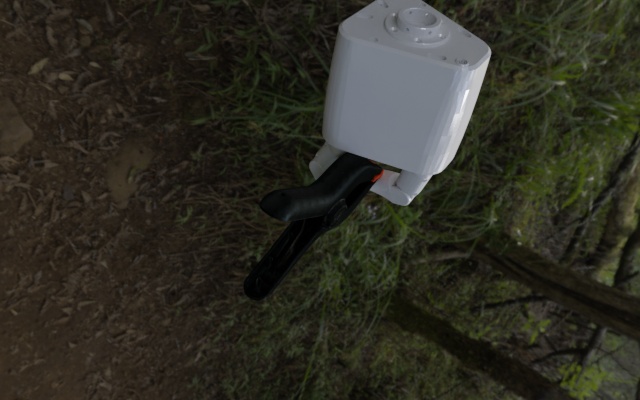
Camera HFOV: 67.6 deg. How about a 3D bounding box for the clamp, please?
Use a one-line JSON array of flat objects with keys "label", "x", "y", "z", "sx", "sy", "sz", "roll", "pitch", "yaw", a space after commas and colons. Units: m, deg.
[{"label": "clamp", "x": 0.001, "y": 0.002, "z": 0.402, "sx": 0.171, "sy": 0.039, "sz": 0.120, "roll": -45, "pitch": -13, "yaw": -33}]
